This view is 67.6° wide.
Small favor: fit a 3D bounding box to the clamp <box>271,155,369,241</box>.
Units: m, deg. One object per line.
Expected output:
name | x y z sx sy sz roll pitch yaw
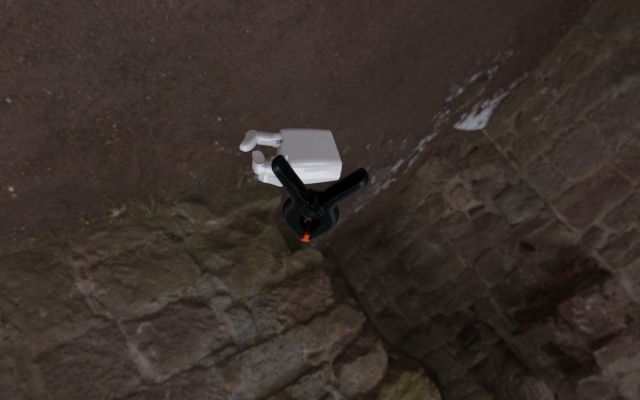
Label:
clamp | 0.000 0.003 0.642 0.120 0.039 0.172 9 -32 7
